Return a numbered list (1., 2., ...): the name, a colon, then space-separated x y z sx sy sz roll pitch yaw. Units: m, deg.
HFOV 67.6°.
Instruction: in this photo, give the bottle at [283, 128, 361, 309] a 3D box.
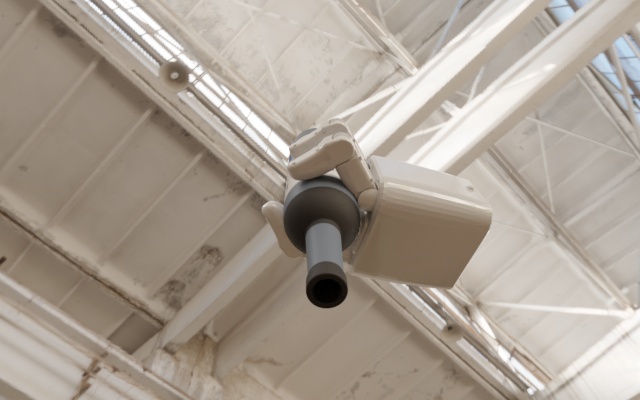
1. bottle: 0.000 0.001 0.442 0.069 0.069 0.295 0 23 -2
